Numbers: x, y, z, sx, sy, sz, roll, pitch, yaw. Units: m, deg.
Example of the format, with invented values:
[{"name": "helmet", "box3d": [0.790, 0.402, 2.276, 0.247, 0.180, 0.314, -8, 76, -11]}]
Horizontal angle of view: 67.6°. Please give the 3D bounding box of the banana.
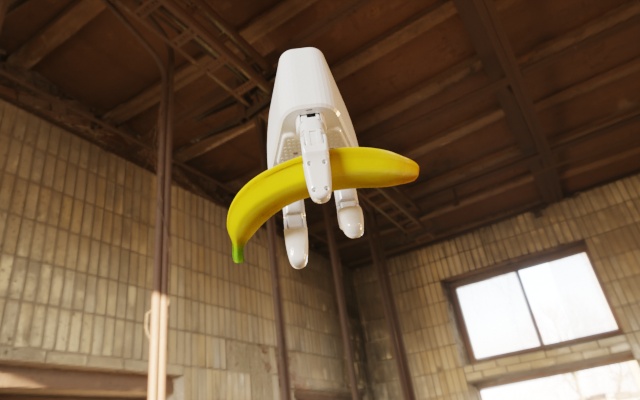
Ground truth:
[{"name": "banana", "box3d": [-0.012, -0.010, 0.436, 0.198, 0.070, 0.037, -25, 36, 13]}]
